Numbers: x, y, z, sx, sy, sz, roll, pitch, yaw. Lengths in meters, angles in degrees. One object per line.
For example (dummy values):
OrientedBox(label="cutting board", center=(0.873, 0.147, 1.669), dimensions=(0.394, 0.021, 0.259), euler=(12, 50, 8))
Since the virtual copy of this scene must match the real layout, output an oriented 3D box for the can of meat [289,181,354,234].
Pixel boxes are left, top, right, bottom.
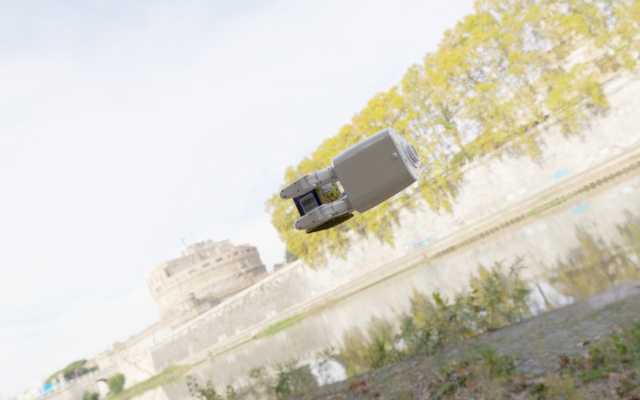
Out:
OrientedBox(label="can of meat", center=(0.000, 0.002, 0.790), dimensions=(0.057, 0.084, 0.102), euler=(-30, -11, 28))
